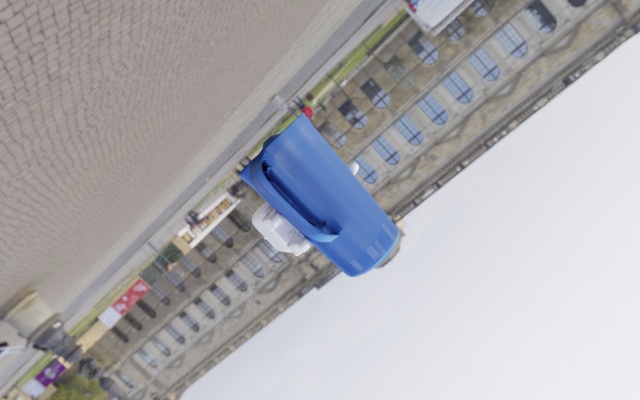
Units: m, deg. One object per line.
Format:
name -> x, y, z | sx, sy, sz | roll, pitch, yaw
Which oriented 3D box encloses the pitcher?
pitcher -> 0.000, 0.002, 0.712 | 0.149, 0.243, 0.145 | -47, 9, -20
